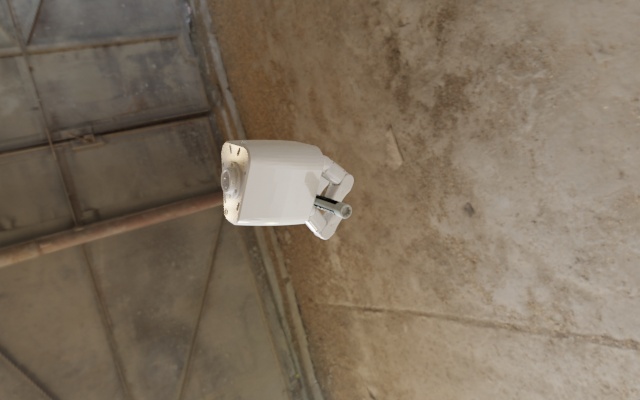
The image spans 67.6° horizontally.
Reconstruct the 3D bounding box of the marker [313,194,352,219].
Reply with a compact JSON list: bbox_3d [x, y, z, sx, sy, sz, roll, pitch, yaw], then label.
[{"bbox_3d":[0.000,0.002,0.652,0.020,0.020,0.121,0,11,-33],"label":"marker"}]
